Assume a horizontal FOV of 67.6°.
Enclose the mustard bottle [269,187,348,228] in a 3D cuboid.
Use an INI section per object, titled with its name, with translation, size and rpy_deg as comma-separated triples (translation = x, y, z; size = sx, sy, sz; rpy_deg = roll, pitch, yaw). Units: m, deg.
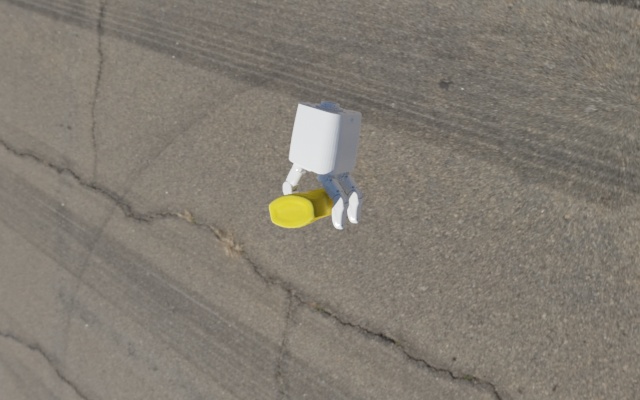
[mustard bottle]
translation = 0.000, 0.003, 0.870
size = 0.096, 0.058, 0.191
rpy_deg = -9, 5, 34
